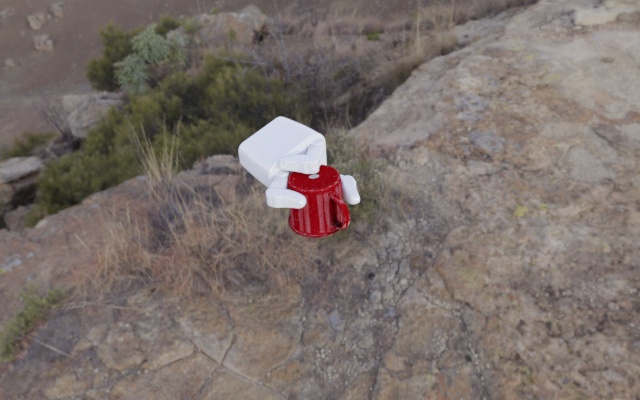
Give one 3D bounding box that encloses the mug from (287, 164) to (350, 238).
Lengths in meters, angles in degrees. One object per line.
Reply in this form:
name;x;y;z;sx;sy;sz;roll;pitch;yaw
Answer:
mug;0.001;0.003;0.724;0.093;0.082;0.117;-27;41;-29
